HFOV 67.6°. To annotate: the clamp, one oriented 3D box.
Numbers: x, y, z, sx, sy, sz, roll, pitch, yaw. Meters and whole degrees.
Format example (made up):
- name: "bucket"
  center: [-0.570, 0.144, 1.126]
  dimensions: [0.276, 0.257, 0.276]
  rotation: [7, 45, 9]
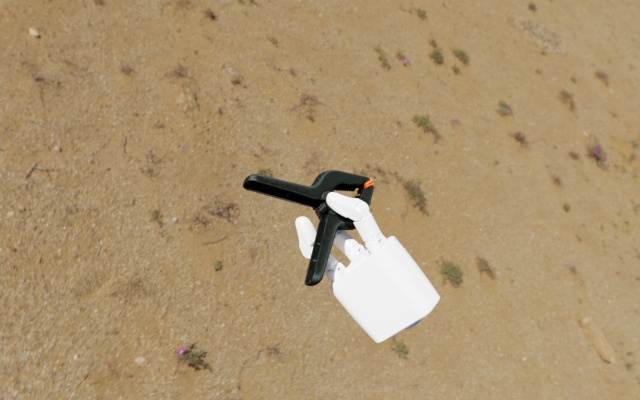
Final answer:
- name: "clamp"
  center: [0.001, 0.002, 0.670]
  dimensions: [0.210, 0.164, 0.036]
  rotation: [-36, -3, -44]
